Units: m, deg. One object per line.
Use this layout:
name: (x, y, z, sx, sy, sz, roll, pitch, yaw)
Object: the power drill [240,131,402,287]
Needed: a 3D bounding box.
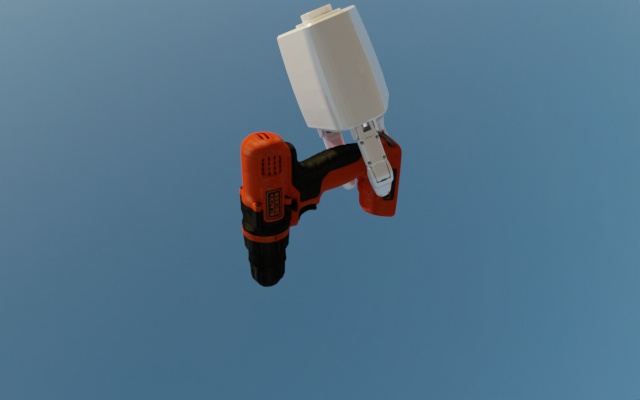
power drill: (0.000, 0.001, 0.544, 0.187, 0.184, 0.057, -15, 35, -27)
